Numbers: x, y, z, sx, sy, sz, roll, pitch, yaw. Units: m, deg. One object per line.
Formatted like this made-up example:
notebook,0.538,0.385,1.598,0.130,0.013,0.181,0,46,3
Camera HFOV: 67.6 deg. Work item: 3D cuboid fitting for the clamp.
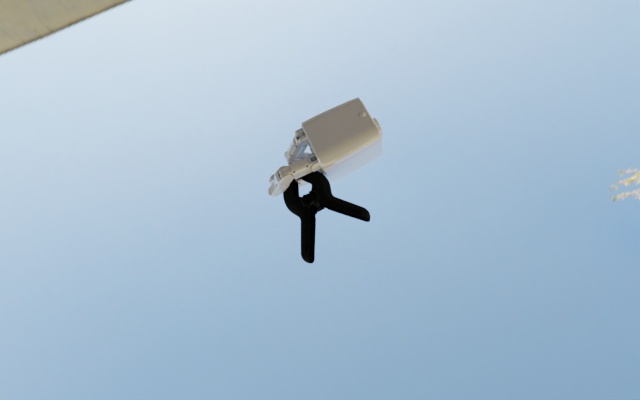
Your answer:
clamp,0.000,0.003,0.748,0.120,0.171,0.039,-26,-30,3
